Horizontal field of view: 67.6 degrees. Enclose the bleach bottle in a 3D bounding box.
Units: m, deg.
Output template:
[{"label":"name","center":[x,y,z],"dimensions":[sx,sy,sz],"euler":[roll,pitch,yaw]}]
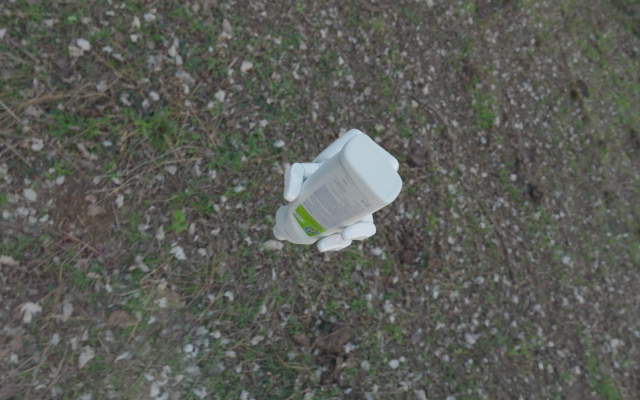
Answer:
[{"label":"bleach bottle","center":[0.000,0.002,0.714],"dimensions":[0.251,0.102,0.068],"euler":[-31,12,47]}]
